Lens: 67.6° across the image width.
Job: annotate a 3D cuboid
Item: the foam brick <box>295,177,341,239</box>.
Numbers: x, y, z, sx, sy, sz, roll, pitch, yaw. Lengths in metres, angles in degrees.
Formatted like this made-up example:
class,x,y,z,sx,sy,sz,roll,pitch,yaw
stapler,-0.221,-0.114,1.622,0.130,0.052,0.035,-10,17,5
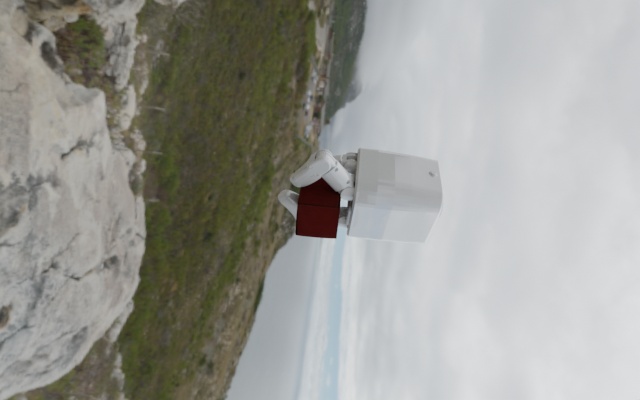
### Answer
class,x,y,z,sx,sy,sz,roll,pitch,yaw
foam brick,0.000,0.002,0.596,0.051,0.053,0.078,7,40,2
